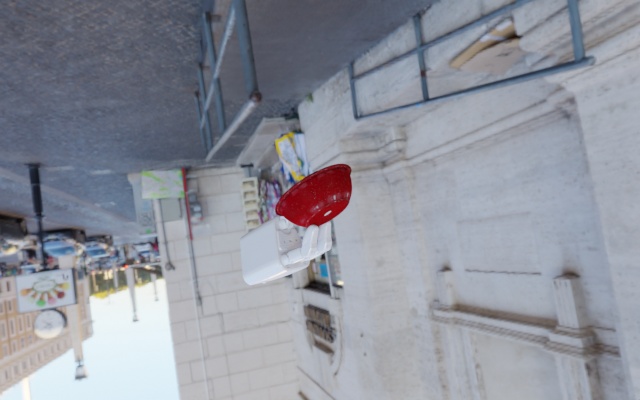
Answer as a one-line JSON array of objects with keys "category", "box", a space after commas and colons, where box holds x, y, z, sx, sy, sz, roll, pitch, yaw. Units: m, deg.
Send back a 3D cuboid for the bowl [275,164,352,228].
[{"category": "bowl", "box": [0.001, 0.002, 0.869, 0.162, 0.055, 0.162, -28, -19, -11]}]
